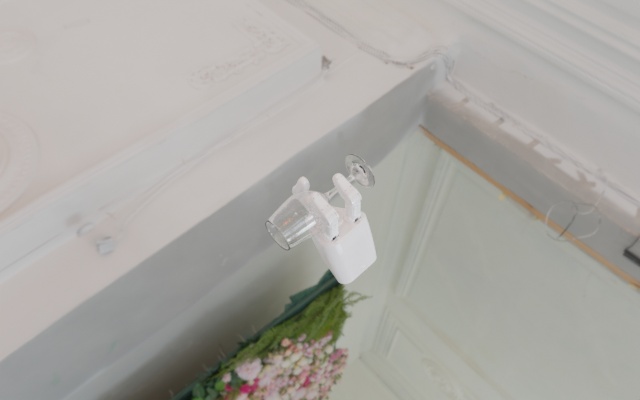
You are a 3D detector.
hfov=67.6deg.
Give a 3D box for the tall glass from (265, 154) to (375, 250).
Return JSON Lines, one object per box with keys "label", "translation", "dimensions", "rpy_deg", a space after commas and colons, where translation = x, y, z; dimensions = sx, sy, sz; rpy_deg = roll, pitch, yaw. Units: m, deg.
{"label": "tall glass", "translation": [0.001, 0.002, 0.833], "dimensions": [0.201, 0.079, 0.079], "rpy_deg": [-38, 17, -23]}
